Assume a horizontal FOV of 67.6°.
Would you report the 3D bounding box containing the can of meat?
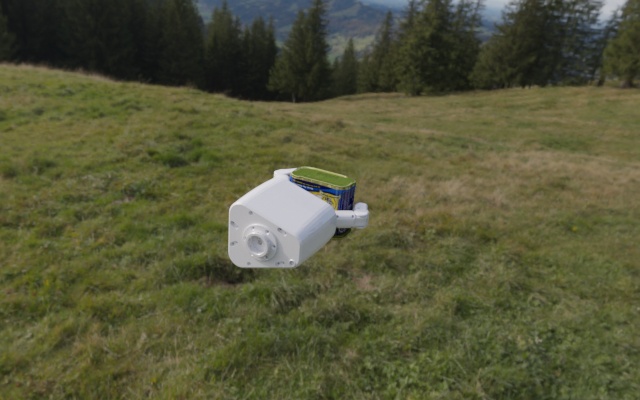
[{"bbox_3d":[0.000,0.002,0.714,0.102,0.084,0.057,15,24,22],"label":"can of meat"}]
